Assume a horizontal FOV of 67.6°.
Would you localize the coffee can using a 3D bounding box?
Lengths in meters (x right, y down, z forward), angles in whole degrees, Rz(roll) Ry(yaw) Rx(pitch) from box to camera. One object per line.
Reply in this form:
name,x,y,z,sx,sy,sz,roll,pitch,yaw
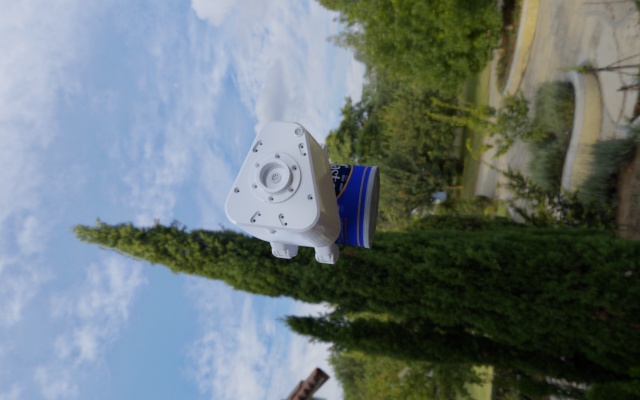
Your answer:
coffee can,0.000,0.002,0.610,0.140,0.103,0.103,5,1,12
